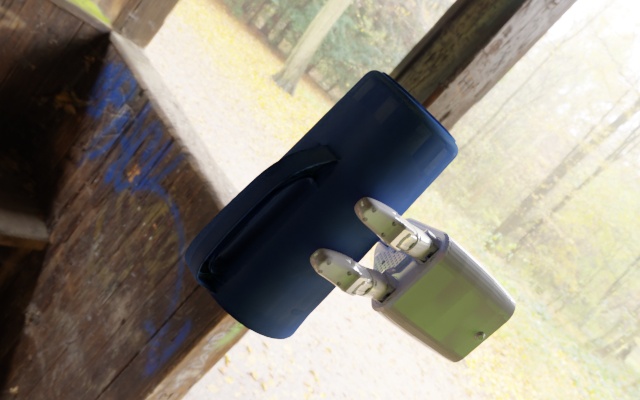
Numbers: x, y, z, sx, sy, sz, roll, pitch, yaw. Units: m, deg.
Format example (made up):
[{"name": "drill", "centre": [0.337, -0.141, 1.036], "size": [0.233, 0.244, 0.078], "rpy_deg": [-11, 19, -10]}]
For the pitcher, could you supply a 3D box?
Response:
[{"name": "pitcher", "centre": [0.000, 0.002, 0.435], "size": [0.145, 0.243, 0.149], "rpy_deg": [40, 14, -16]}]
